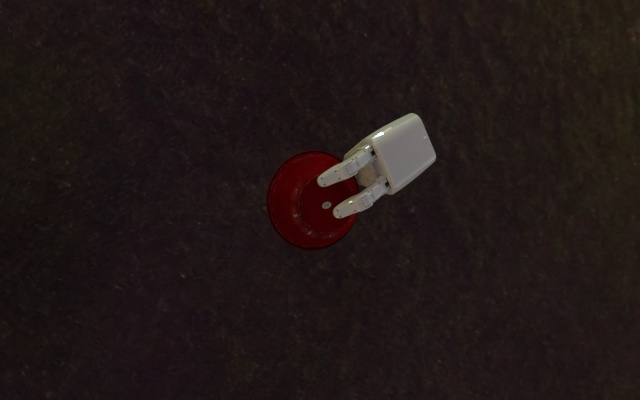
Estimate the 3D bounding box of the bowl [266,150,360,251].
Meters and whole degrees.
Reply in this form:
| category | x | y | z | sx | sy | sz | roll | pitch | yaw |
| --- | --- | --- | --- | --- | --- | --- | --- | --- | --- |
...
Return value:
| category | x | y | z | sx | sy | sz | roll | pitch | yaw |
| --- | --- | --- | --- | --- | --- | --- | --- | --- | --- |
| bowl | -0.001 | 0.003 | 0.740 | 0.162 | 0.162 | 0.055 | 0 | 5 | -22 |
